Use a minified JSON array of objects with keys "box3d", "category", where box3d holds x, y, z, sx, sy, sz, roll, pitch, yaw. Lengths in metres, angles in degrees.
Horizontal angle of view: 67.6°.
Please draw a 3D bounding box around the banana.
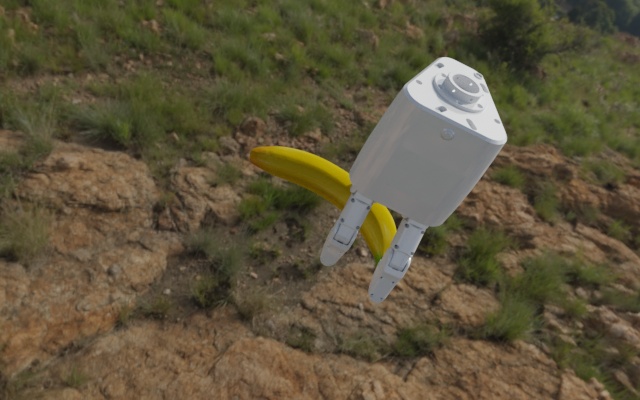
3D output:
[{"box3d":[0.014,-0.005,0.512,0.069,0.198,0.037,-39,-15,-40],"category":"banana"}]
